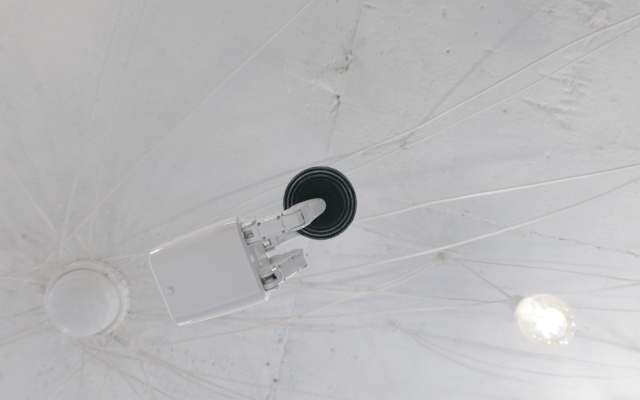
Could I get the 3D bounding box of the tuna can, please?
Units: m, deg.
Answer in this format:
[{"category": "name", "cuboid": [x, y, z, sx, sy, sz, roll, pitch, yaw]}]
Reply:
[{"category": "tuna can", "cuboid": [0.000, 0.002, 0.565, 0.086, 0.086, 0.033, 0, 7, 3]}]
